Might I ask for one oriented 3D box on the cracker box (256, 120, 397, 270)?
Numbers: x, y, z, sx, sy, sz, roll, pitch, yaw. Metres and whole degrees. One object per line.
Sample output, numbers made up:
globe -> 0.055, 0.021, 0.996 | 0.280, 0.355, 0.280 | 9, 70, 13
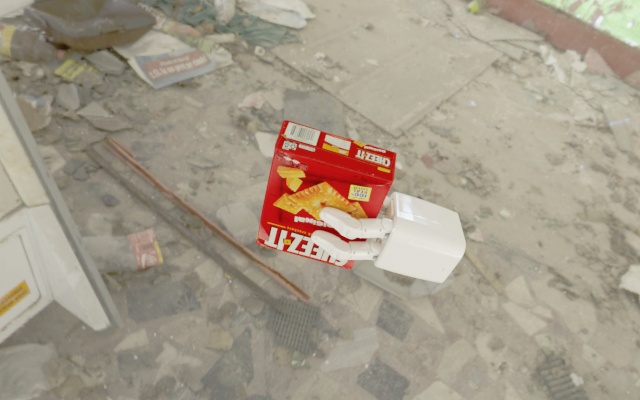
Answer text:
cracker box -> 0.000, 0.002, 0.708 | 0.164, 0.072, 0.214 | 16, -44, -2
